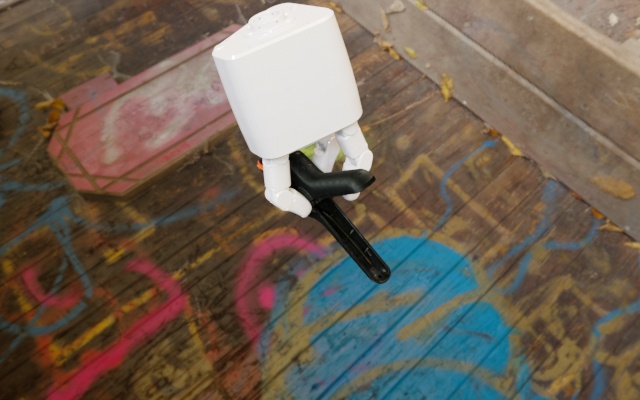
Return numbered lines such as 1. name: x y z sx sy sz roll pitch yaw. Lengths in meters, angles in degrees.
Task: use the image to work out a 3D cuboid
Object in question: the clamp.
1. clamp: -0.001 0.002 0.546 0.036 0.165 0.210 -37 42 -21
